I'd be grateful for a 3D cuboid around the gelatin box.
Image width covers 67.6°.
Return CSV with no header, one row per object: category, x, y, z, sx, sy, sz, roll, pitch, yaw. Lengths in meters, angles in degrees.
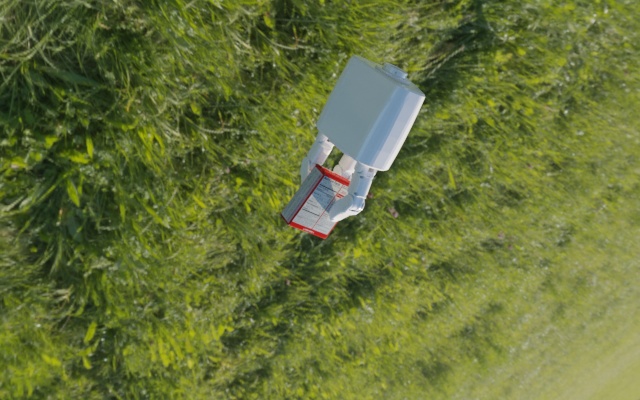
gelatin box,0.000,0.003,0.651,0.073,0.089,0.030,24,17,-42
